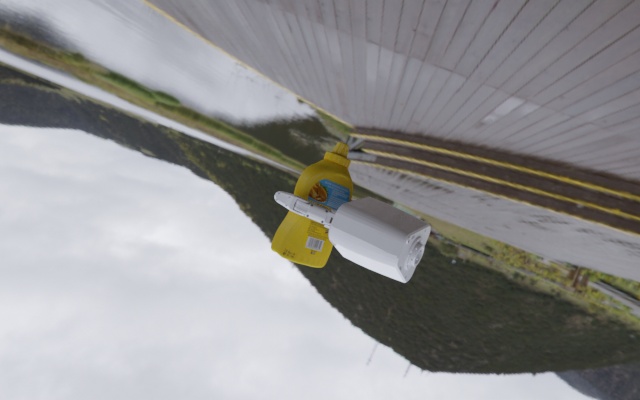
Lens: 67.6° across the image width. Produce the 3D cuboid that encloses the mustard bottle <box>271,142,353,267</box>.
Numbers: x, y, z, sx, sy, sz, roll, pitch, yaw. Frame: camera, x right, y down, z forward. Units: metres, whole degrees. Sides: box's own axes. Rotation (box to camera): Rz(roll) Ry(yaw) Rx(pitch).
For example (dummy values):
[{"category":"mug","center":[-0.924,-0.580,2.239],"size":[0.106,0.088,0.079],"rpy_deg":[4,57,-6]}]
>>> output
[{"category":"mustard bottle","center":[0.000,0.003,0.728],"size":[0.096,0.191,0.058],"rpy_deg":[21,2,-39]}]
